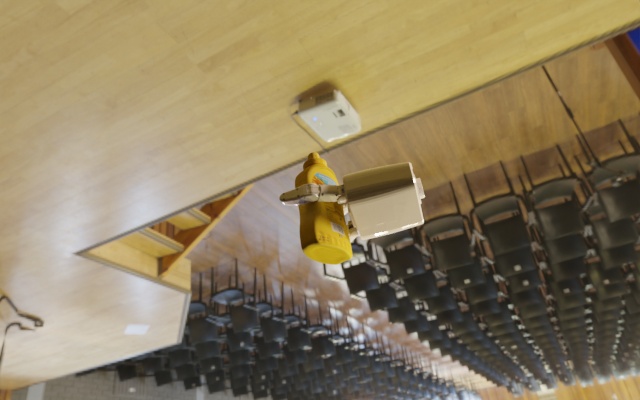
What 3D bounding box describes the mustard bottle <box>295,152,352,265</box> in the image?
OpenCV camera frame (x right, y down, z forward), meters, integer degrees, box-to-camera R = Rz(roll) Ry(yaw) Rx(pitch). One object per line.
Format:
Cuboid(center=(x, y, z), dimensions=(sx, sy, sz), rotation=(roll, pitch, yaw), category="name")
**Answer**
Cuboid(center=(0.000, 0.003, 0.773), dimensions=(0.058, 0.191, 0.096), rotation=(-28, -36, 30), category="mustard bottle")
